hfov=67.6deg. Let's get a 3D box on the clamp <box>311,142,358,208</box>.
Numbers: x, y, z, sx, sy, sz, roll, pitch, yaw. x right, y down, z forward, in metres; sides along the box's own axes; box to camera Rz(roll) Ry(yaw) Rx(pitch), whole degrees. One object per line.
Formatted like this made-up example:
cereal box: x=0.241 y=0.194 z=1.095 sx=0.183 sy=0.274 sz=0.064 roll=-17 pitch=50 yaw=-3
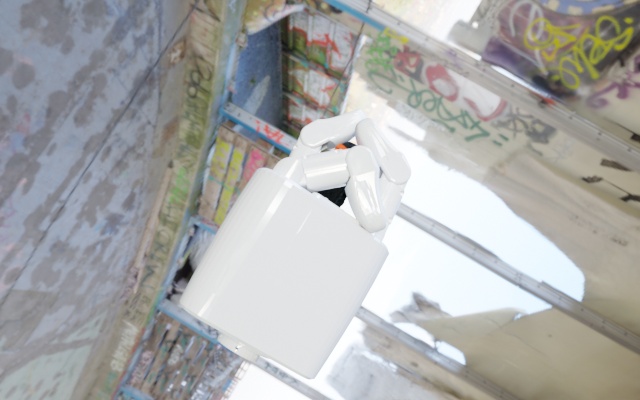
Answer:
clamp: x=0.001 y=0.002 z=0.440 sx=0.039 sy=0.120 sz=0.171 roll=30 pitch=-12 yaw=3
